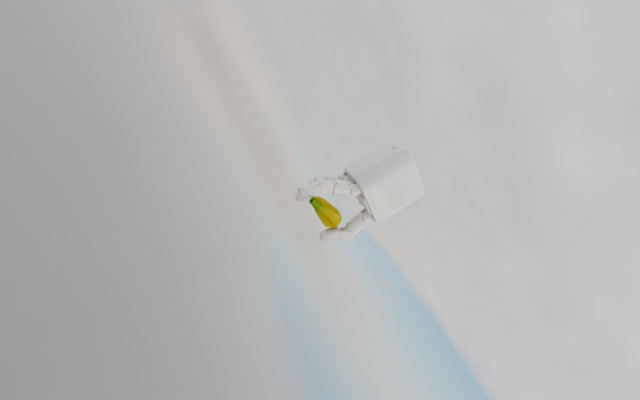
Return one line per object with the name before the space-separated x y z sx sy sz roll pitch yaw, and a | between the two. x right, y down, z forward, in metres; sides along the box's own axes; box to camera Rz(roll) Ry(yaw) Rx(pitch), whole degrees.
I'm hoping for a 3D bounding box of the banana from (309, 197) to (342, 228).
banana | 0.010 0.019 0.885 0.037 0.069 0.198 -33 1 -1
